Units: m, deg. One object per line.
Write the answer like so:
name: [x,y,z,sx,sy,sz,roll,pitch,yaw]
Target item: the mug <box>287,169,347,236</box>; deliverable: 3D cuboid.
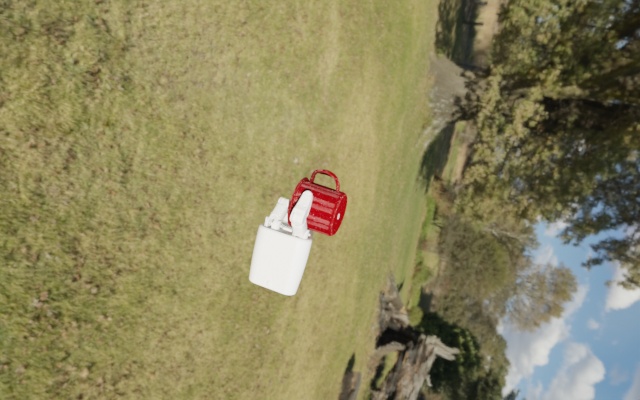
mug: [0.001,0.001,0.846,0.081,0.117,0.093,18,13,15]
